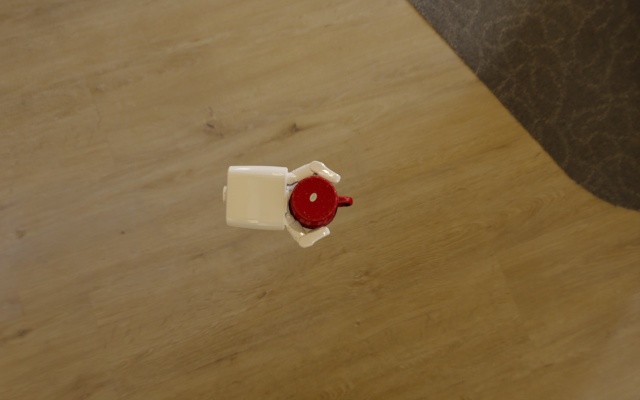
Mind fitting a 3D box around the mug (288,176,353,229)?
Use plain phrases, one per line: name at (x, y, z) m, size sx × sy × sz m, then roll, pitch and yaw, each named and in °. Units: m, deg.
mug at (0.002, 0.003, 0.857) m, size 0.117 × 0.093 × 0.081 m, roll 2°, pitch -8°, yaw -2°
